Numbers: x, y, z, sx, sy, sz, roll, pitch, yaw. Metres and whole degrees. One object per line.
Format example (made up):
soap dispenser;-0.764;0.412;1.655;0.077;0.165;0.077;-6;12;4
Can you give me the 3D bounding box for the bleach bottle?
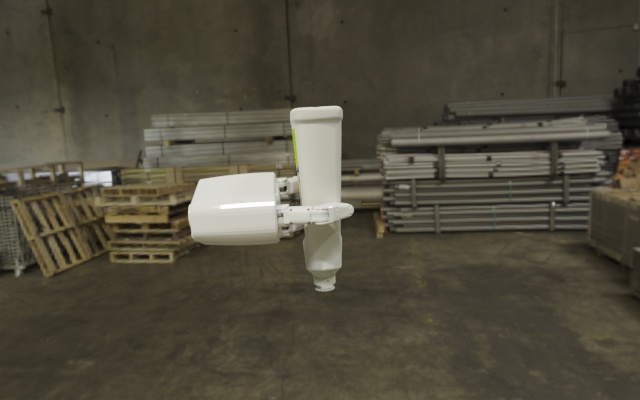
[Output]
bleach bottle;0.000;0.002;0.651;0.068;0.251;0.102;-4;8;-2
